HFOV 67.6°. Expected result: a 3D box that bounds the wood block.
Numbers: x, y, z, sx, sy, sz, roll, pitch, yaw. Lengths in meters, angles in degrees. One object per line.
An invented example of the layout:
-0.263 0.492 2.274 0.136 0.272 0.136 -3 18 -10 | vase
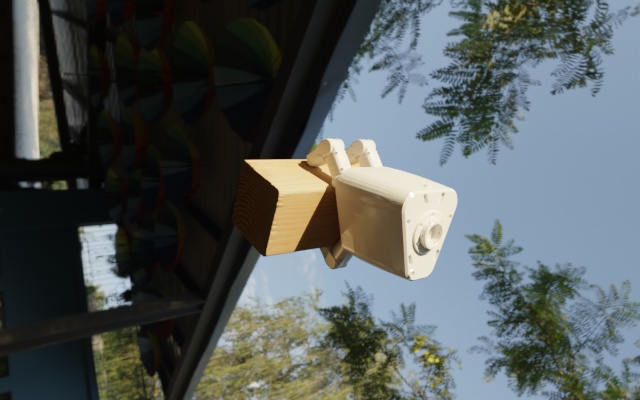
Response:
0.000 0.003 0.631 0.206 0.091 0.090 -4 30 -38 | wood block
